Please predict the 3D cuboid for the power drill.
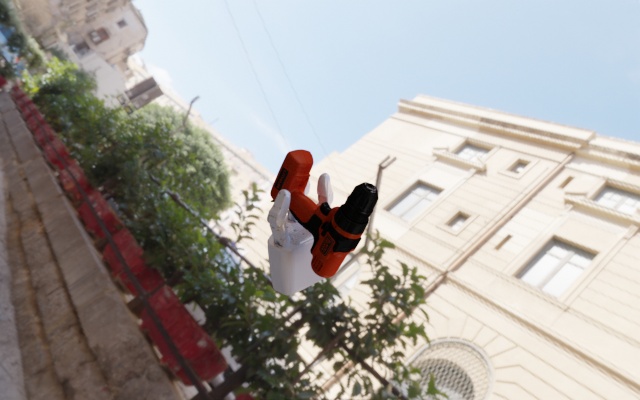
[{"bbox_3d":[0.000,0.002,0.762,0.057,0.184,0.187,-3,44,-41],"label":"power drill"}]
